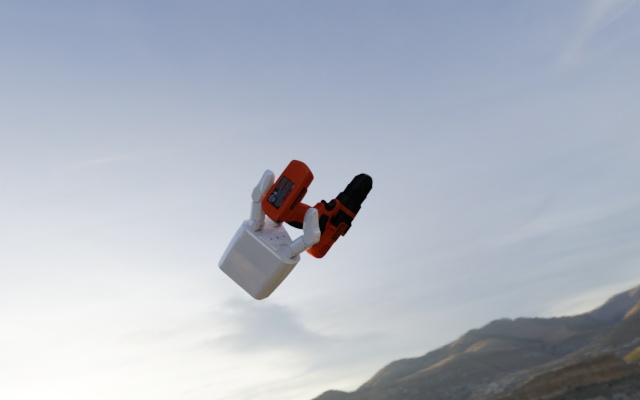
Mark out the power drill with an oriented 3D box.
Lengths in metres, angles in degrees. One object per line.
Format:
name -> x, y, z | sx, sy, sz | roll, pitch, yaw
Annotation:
power drill -> 0.000, 0.003, 0.836 | 0.057, 0.184, 0.188 | 35, 0, 42
